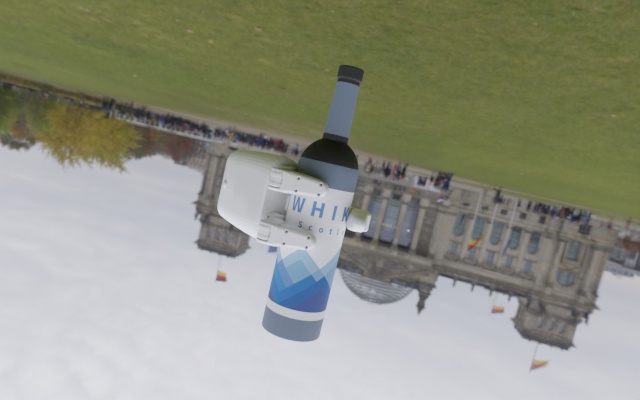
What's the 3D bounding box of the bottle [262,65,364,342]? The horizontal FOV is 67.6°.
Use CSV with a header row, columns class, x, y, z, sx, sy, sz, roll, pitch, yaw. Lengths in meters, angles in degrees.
class,x,y,z,sx,sy,sz,roll,pitch,yaw
bottle,0.000,0.002,0.522,0.069,0.296,0.069,13,5,-1
